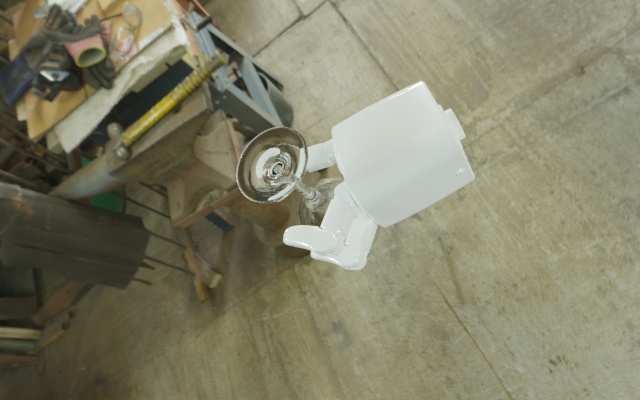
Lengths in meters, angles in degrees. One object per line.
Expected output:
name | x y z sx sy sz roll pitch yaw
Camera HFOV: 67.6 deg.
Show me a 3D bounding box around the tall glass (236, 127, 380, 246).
tall glass | 0.000 0.001 0.505 0.079 0.079 0.201 0 -20 28
